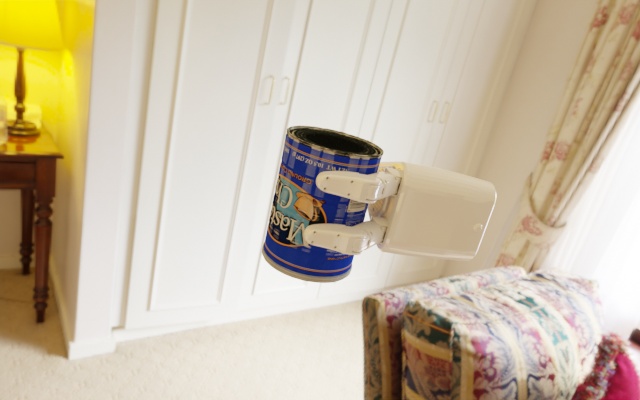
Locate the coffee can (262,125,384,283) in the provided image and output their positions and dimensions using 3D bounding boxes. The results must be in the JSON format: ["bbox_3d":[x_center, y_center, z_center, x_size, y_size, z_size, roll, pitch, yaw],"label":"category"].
[{"bbox_3d":[0.000,0.002,0.513,0.103,0.140,0.102,12,19,-4],"label":"coffee can"}]
